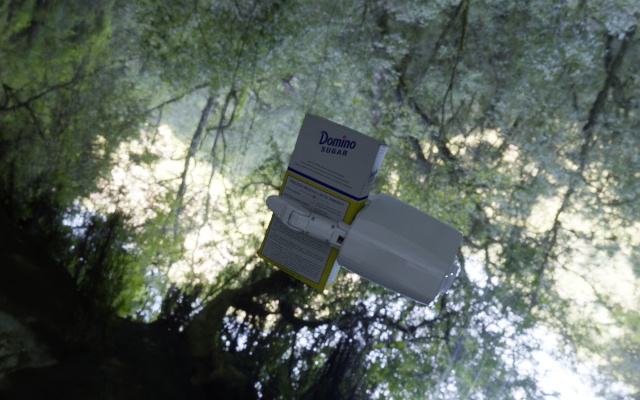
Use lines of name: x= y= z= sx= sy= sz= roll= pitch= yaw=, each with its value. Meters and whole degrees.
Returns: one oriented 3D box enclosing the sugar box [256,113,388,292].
sugar box: x=0.000 y=0.002 z=0.537 sx=0.093 sy=0.176 sz=0.048 roll=26 pitch=13 yaw=17
